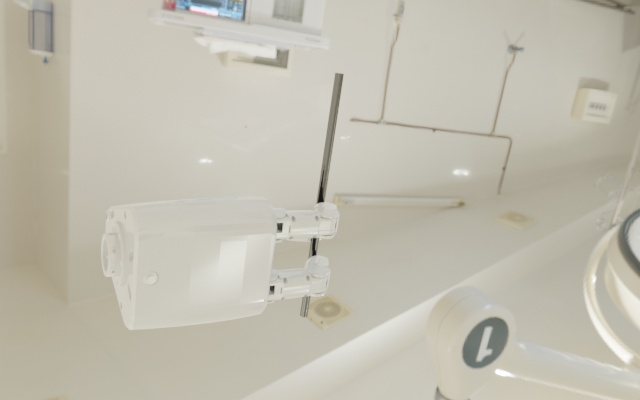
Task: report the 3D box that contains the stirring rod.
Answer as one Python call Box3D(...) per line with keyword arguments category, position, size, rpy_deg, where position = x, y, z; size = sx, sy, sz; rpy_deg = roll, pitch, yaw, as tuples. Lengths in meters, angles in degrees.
Box3D(category="stirring rod", position=(0.000, 0.001, 0.457), size=(0.011, 0.239, 0.011), rpy_deg=(8, 14, -2))
